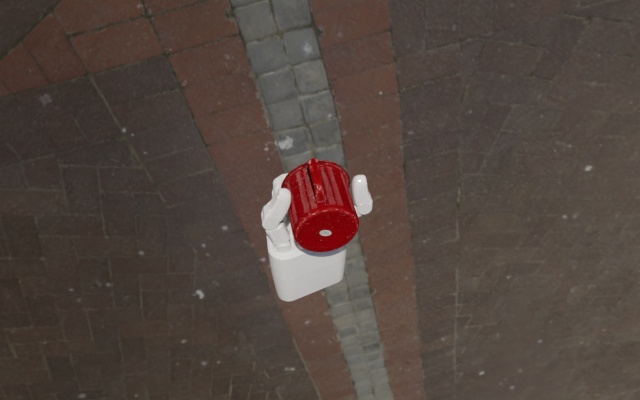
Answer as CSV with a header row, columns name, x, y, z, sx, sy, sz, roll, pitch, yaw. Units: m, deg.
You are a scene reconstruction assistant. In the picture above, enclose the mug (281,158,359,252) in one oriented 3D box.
name,x,y,z,sx,sy,sz,roll,pitch,yaw
mug,0.000,0.001,0.589,0.093,0.117,0.081,-10,46,-5
